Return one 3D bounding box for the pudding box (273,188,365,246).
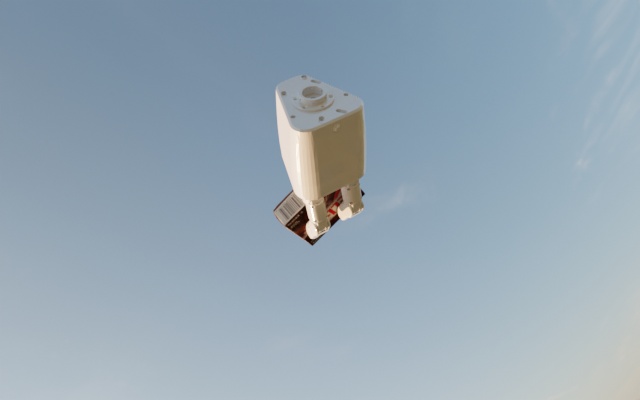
[{"bbox_3d":[0.000,0.002,0.671,0.039,0.113,0.090,49,4,34],"label":"pudding box"}]
